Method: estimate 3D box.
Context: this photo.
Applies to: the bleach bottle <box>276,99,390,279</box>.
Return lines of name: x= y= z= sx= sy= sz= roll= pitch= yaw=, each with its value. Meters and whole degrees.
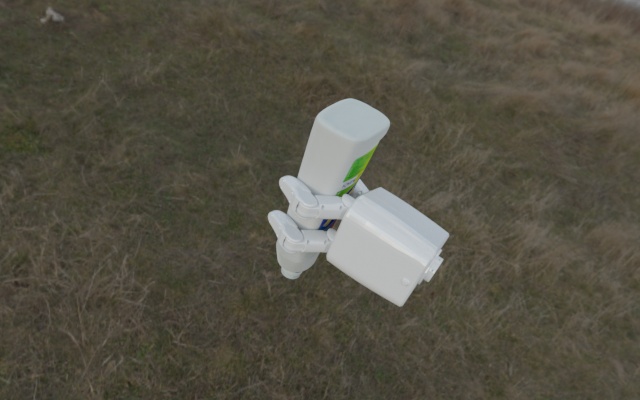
bleach bottle: x=0.000 y=0.002 z=0.604 sx=0.068 sy=0.251 sz=0.102 roll=33 pitch=38 yaw=15
